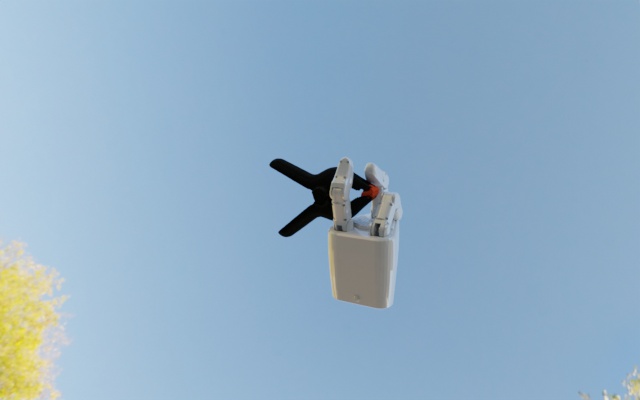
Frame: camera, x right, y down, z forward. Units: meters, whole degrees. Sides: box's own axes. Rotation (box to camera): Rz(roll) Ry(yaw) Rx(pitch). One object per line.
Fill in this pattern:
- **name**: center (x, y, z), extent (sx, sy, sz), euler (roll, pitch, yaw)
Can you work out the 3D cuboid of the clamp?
- **clamp**: center (0.001, 0.002, 0.701), extent (0.171, 0.120, 0.039), euler (7, 18, 27)
